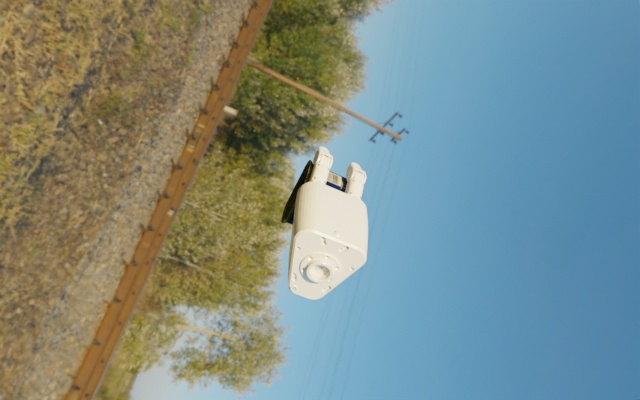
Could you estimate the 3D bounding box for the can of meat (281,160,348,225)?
[{"bbox_3d":[0.000,0.003,0.718,0.084,0.102,0.057,23,28,-11],"label":"can of meat"}]
